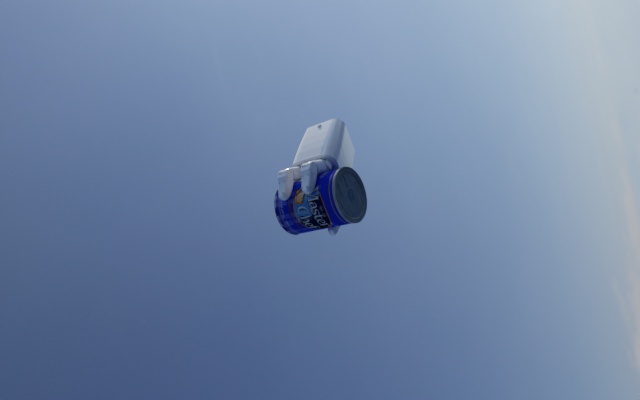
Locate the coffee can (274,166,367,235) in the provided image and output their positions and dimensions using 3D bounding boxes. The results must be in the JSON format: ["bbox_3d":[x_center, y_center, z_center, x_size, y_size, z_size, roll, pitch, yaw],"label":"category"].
[{"bbox_3d":[0.000,0.003,0.883,0.140,0.103,0.103,-14,-8,35],"label":"coffee can"}]
